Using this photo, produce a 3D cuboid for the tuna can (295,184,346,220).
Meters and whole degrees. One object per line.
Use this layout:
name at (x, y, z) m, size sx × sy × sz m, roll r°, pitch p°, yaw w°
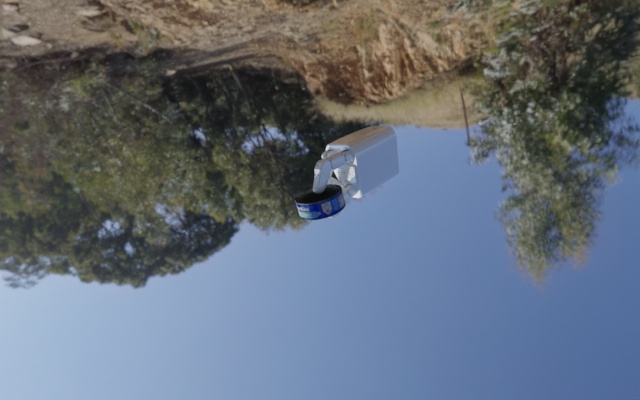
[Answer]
tuna can at (0.000, 0.003, 0.840) m, size 0.086 × 0.034 × 0.086 m, roll -14°, pitch 19°, yaw 5°
